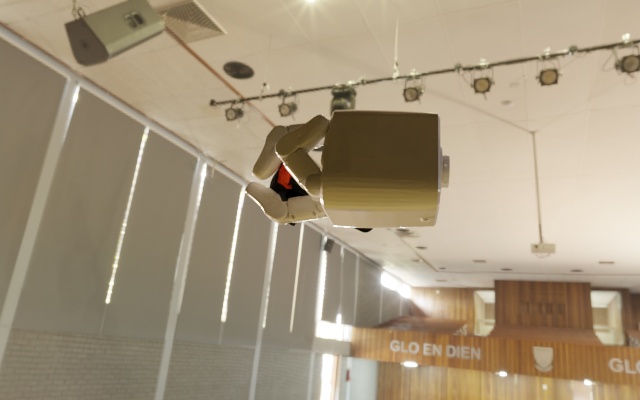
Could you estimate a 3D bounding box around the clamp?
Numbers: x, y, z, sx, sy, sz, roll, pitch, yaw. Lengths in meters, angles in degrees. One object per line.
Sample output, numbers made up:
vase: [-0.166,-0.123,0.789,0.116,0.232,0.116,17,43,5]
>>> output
clamp: [0.000,0.001,0.557,0.120,0.039,0.171,1,-18,11]
